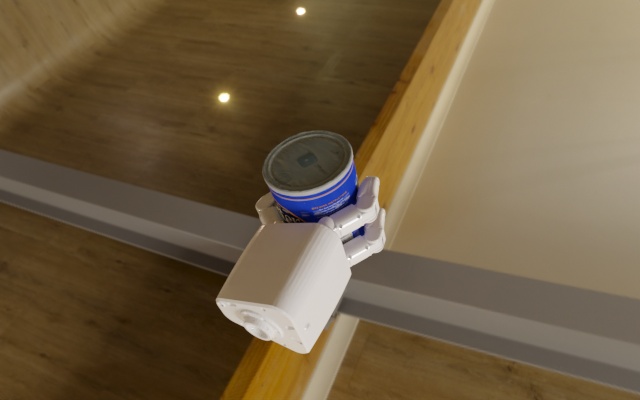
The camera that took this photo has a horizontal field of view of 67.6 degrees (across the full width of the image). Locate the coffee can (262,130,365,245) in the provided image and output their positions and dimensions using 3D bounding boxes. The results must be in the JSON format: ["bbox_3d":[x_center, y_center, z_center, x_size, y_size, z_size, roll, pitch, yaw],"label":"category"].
[{"bbox_3d":[0.000,0.002,0.575,0.103,0.102,0.140,0,-43,18],"label":"coffee can"}]
